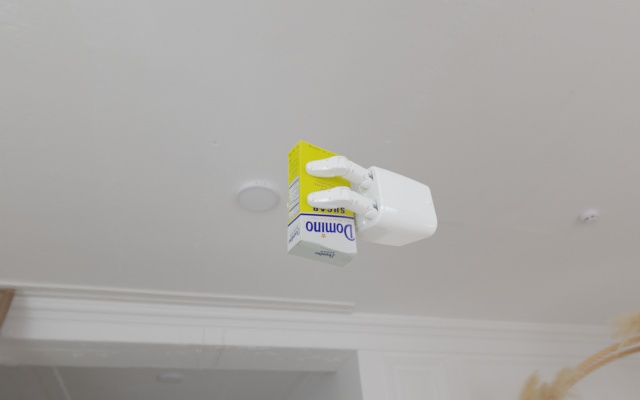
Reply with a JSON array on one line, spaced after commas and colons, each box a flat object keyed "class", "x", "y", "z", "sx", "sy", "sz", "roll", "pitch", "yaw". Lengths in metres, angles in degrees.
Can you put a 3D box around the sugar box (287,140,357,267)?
[{"class": "sugar box", "x": 0.001, "y": 0.002, "z": 0.696, "sx": 0.093, "sy": 0.176, "sz": 0.048, "roll": 17, "pitch": -42, "yaw": -27}]
